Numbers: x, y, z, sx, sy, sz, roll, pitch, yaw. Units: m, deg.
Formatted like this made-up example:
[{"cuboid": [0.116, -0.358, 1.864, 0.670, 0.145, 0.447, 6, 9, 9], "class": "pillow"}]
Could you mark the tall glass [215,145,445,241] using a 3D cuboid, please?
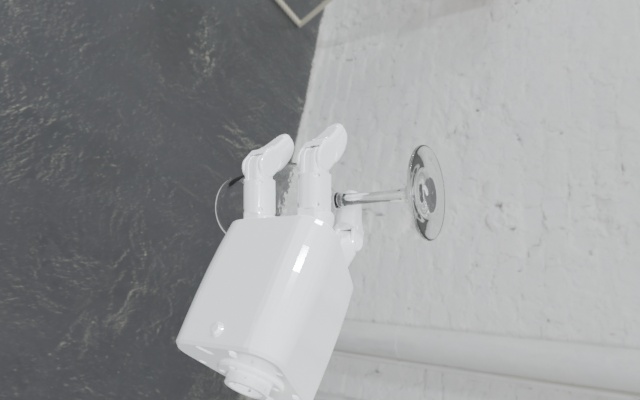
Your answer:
[{"cuboid": [0.001, 0.001, 0.421, 0.201, 0.079, 0.079, -5, -3, 33], "class": "tall glass"}]
